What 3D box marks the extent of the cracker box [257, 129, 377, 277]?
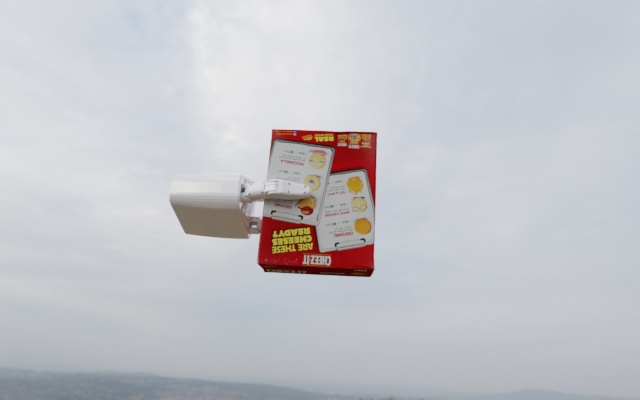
[{"bbox_3d":[0.000,0.002,0.718,0.164,0.213,0.072,2,-20,4],"label":"cracker box"}]
